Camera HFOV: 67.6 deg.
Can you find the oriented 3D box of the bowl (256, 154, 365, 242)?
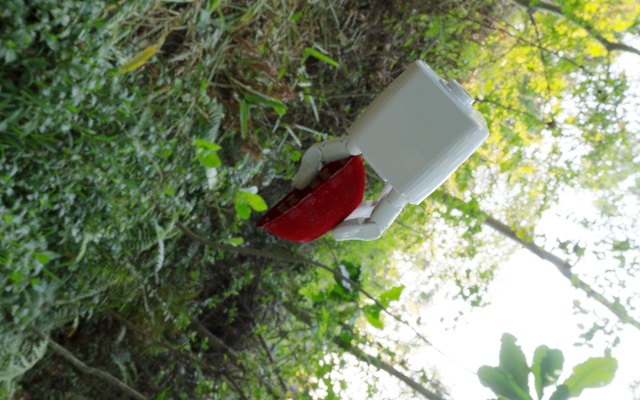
[{"bbox_3d":[-0.001,0.003,0.589,0.162,0.055,0.162,-36,8,6],"label":"bowl"}]
